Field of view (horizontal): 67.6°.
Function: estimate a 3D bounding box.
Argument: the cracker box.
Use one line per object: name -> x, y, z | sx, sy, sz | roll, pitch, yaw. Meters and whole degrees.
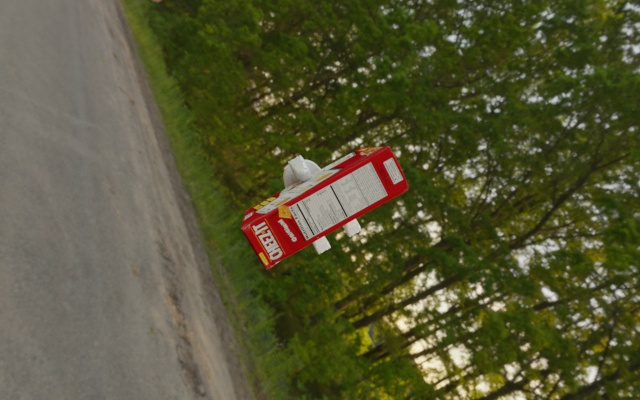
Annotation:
cracker box -> 0.000, 0.002, 0.672 | 0.213, 0.072, 0.164 | -29, 9, -3
